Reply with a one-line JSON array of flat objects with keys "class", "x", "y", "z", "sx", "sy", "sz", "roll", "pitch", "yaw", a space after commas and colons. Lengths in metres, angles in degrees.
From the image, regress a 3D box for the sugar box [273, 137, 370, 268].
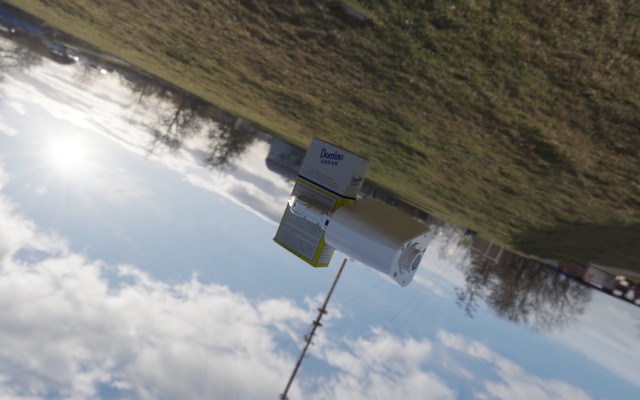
[{"class": "sugar box", "x": 0.000, "y": 0.003, "z": 0.724, "sx": 0.093, "sy": 0.176, "sz": 0.048, "roll": 28, "pitch": 8, "yaw": 32}]
